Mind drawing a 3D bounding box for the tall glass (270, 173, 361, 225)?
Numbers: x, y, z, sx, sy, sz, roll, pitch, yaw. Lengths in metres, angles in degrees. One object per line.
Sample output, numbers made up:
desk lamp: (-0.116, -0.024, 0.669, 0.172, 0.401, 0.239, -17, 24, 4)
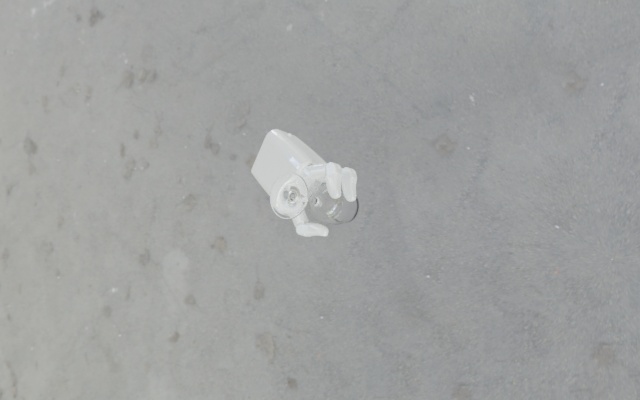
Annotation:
tall glass: (0.000, 0.003, 0.844, 0.079, 0.079, 0.201, 0, -6, 32)
